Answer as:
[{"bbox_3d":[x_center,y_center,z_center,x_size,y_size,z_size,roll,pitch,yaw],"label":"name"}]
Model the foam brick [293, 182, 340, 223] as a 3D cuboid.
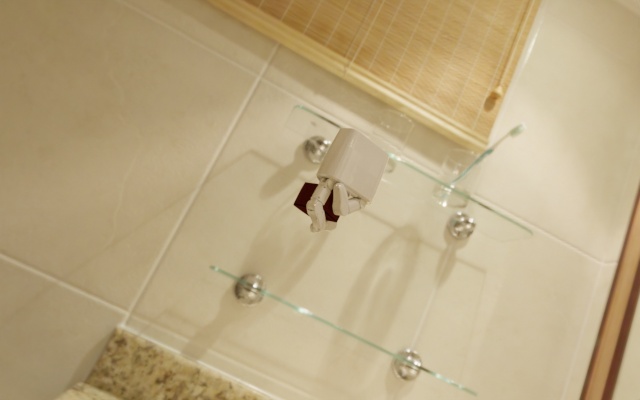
[{"bbox_3d":[0.000,0.003,0.899,0.078,0.051,0.053,10,-20,43],"label":"foam brick"}]
